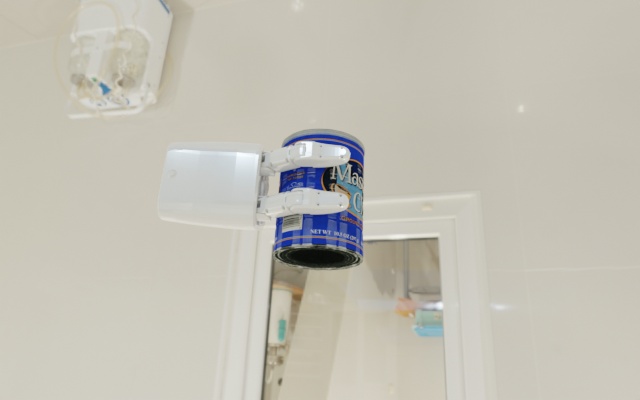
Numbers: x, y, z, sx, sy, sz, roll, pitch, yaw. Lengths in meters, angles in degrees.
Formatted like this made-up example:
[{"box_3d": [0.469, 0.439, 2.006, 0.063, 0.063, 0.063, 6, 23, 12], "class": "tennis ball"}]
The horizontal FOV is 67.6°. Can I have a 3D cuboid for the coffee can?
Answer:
[{"box_3d": [0.000, 0.002, 0.561, 0.103, 0.140, 0.103, 2, -22, 1], "class": "coffee can"}]
